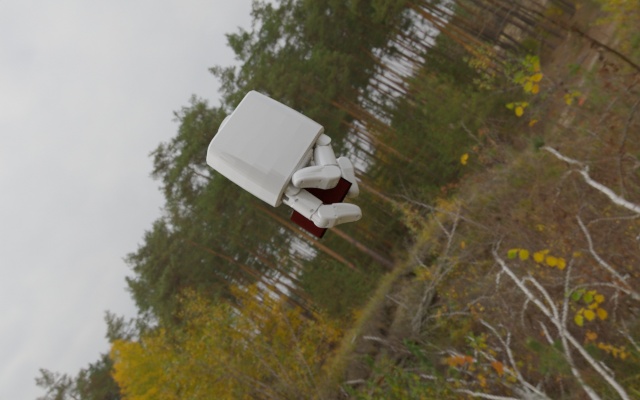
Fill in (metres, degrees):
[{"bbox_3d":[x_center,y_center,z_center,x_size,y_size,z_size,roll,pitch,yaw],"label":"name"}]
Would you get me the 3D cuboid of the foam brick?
[{"bbox_3d":[0.000,0.002,0.638,0.051,0.053,0.078,29,-38,3],"label":"foam brick"}]
